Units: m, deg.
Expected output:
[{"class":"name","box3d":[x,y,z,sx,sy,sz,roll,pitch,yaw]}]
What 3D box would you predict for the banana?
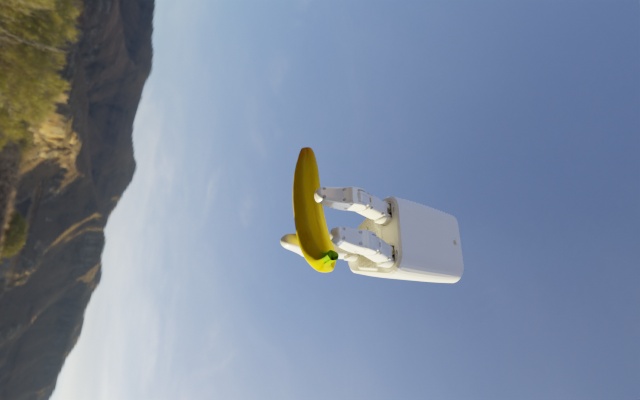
[{"class":"banana","box3d":[-0.007,0.018,0.575,0.037,0.070,0.197,12,38,-24]}]
